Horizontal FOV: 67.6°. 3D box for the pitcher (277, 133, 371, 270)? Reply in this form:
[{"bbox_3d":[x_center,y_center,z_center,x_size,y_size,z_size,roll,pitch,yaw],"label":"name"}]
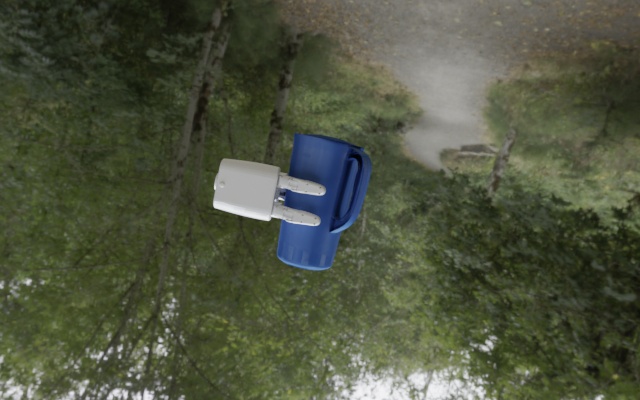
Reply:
[{"bbox_3d":[0.000,0.003,0.885,0.145,0.243,0.149,11,5,-2],"label":"pitcher"}]
